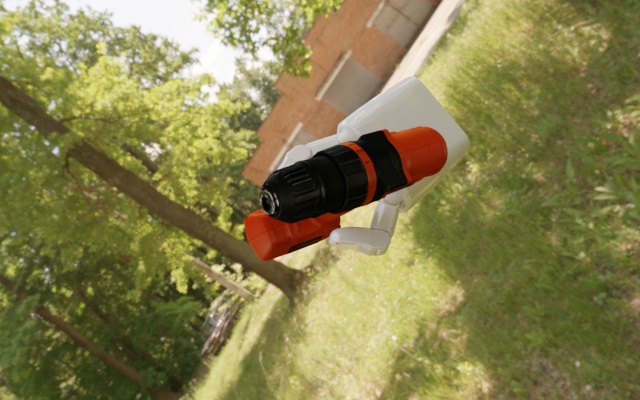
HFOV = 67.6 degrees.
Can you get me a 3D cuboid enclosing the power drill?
[{"bbox_3d":[0.000,0.001,0.433,0.184,0.057,0.188,-17,-9,-35],"label":"power drill"}]
